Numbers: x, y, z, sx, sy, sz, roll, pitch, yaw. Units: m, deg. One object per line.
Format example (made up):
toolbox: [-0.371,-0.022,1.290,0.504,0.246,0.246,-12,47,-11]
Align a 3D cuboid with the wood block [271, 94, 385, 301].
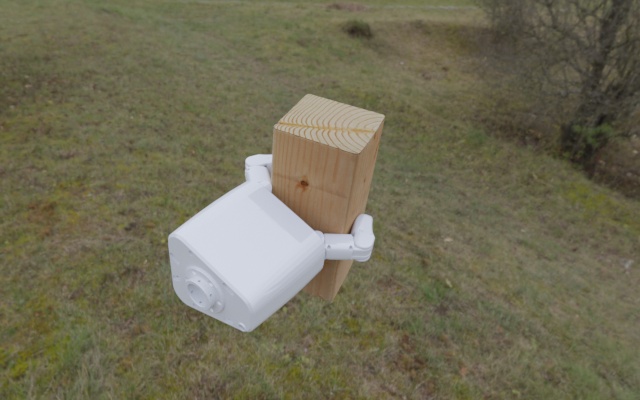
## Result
wood block: [0.000,0.002,0.536,0.091,0.206,0.090,19,39,13]
